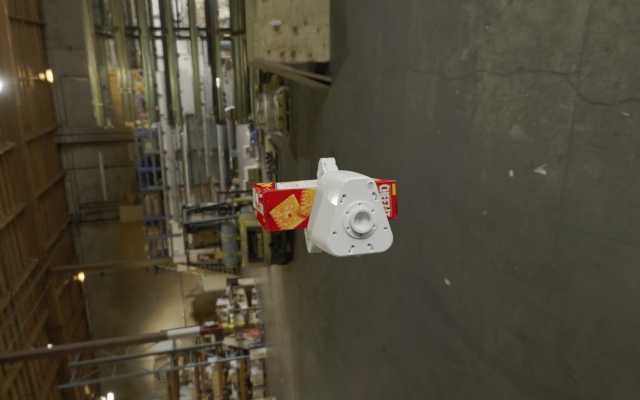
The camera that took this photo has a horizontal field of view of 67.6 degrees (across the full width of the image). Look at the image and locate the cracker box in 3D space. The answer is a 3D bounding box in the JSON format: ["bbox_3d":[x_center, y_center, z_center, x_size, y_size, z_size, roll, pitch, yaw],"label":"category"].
[{"bbox_3d":[0.000,0.002,0.809,0.213,0.072,0.164,-4,6,-14],"label":"cracker box"}]
